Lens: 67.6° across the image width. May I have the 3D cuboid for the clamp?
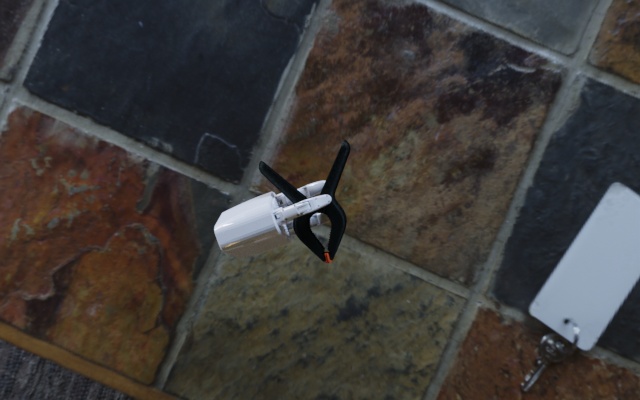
[{"bbox_3d":[0.000,0.003,0.835,0.164,0.210,0.036,-20,-1,7],"label":"clamp"}]
